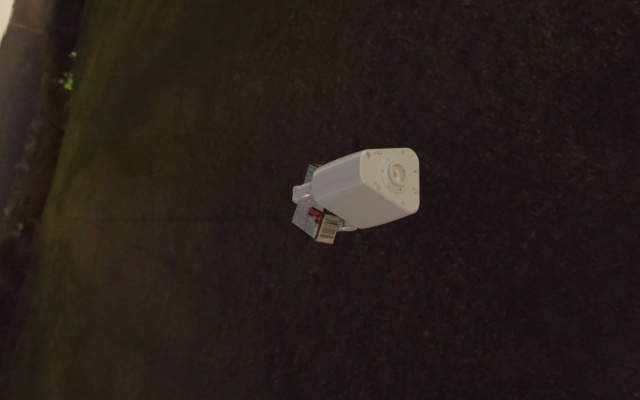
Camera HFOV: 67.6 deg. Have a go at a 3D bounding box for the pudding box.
[{"bbox_3d":[0.000,0.003,0.777,0.039,0.113,0.090,14,9,-32],"label":"pudding box"}]
